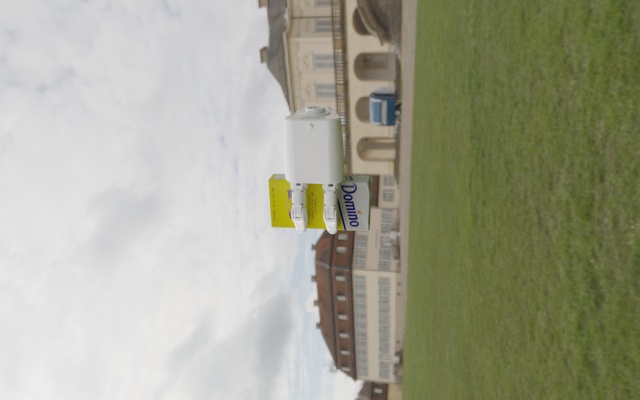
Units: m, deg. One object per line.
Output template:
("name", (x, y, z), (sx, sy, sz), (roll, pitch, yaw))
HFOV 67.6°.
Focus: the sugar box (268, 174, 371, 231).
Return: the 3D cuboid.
("sugar box", (0.000, 0.003, 0.842), (0.176, 0.093, 0.048), (2, 21, 10))
